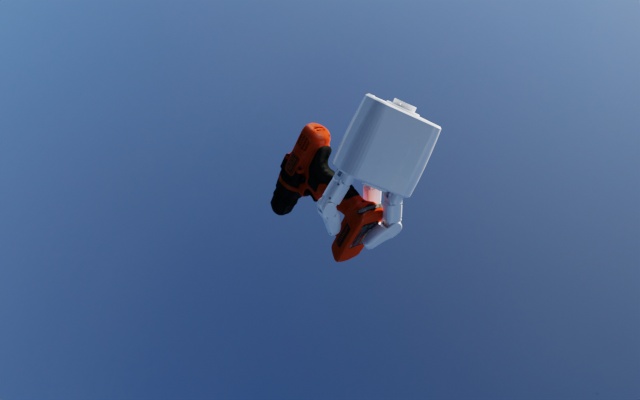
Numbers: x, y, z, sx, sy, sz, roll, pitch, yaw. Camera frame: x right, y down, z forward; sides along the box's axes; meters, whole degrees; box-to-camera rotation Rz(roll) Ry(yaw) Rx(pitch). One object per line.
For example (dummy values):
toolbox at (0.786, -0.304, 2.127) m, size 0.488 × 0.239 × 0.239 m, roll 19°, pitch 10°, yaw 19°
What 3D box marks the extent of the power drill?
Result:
power drill at (0.001, 0.003, 0.743) m, size 0.057 × 0.184 × 0.187 m, roll -16°, pitch 56°, yaw -41°
